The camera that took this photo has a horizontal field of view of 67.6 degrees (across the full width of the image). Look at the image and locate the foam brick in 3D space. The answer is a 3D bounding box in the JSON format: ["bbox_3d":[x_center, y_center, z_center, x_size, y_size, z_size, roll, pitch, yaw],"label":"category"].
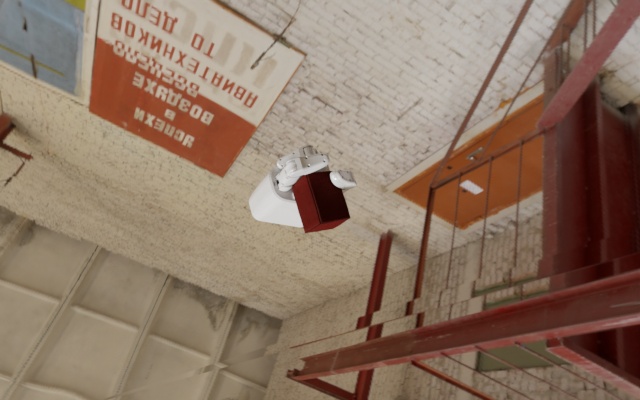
[{"bbox_3d":[0.000,0.003,0.695,0.053,0.078,0.051,-7,-18,-32],"label":"foam brick"}]
